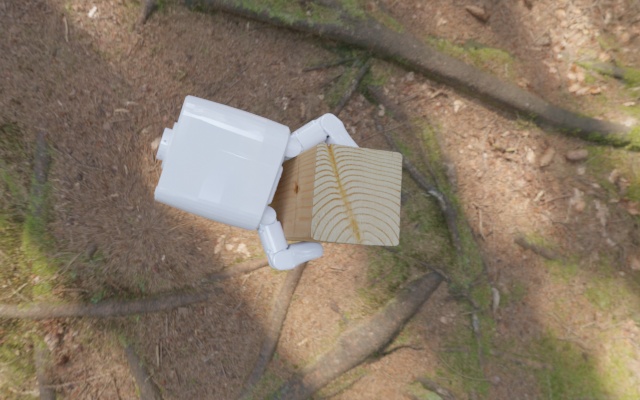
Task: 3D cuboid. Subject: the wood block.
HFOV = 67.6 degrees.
[{"bbox_3d":[0.000,0.002,0.533,0.090,0.091,0.206,5,-5,-20],"label":"wood block"}]
